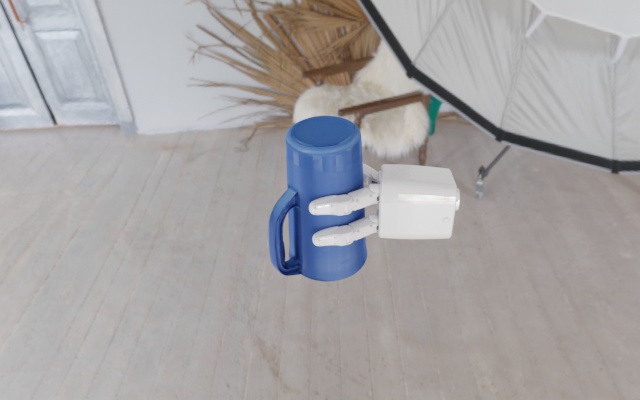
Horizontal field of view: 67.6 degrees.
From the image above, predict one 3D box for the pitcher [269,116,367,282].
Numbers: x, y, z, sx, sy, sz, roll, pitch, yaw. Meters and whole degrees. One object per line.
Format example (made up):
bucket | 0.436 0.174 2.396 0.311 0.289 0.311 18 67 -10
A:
pitcher | 0.000 0.002 0.736 0.145 0.243 0.149 3 37 9
